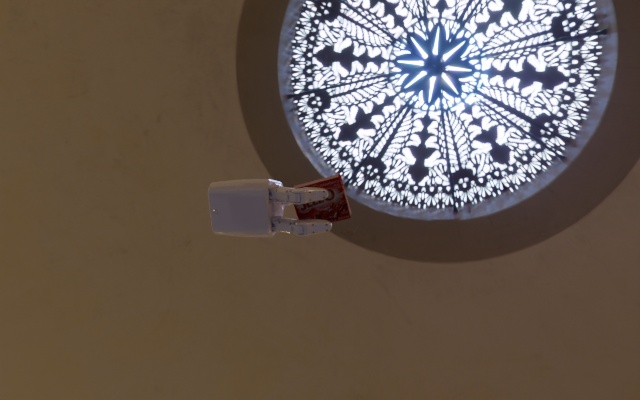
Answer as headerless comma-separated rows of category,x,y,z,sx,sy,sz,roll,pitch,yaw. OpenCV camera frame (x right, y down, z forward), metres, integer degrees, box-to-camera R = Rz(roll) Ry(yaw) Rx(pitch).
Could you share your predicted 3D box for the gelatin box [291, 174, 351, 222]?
gelatin box,0.001,0.002,0.799,0.089,0.073,0.030,-14,13,9
